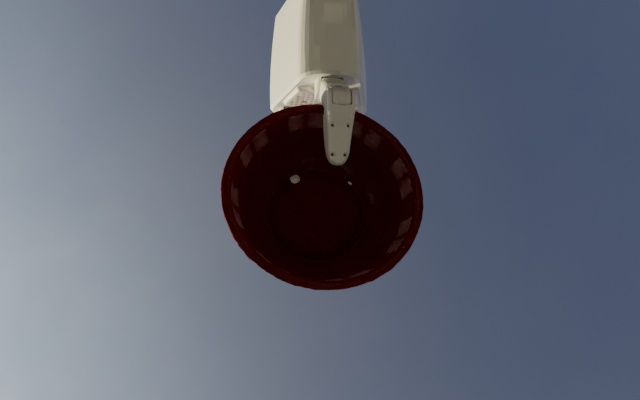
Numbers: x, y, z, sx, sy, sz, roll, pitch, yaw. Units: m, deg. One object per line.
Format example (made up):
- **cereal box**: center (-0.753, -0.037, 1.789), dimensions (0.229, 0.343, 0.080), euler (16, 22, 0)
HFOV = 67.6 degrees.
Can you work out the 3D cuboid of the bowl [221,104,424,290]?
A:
- **bowl**: center (0.000, 0.003, 0.400), dimensions (0.162, 0.162, 0.055), euler (0, -24, -8)
